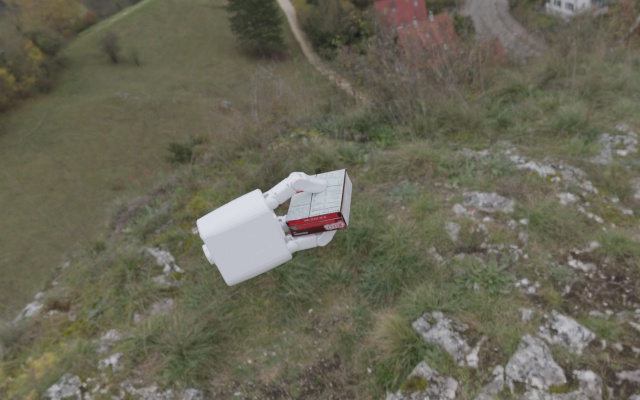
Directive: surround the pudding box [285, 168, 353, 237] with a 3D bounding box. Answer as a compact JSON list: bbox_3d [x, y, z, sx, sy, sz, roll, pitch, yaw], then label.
[{"bbox_3d":[0.000,0.002,0.742,0.090,0.039,0.113,-10,39,16],"label":"pudding box"}]
